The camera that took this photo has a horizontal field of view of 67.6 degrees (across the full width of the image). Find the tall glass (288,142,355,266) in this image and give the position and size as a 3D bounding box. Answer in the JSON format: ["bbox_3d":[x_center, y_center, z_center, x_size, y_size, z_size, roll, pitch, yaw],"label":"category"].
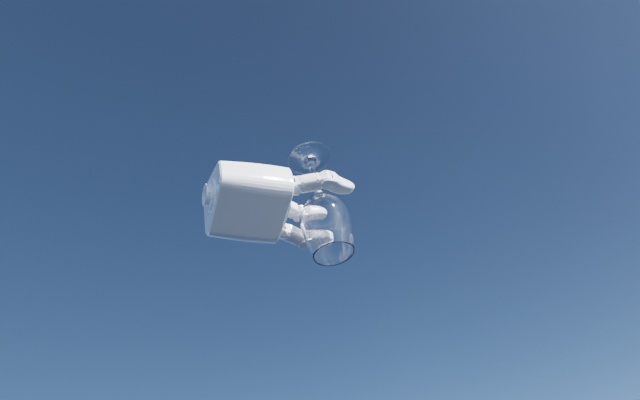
[{"bbox_3d":[0.000,0.002,0.746,0.079,0.200,0.079,-9,-39,-7],"label":"tall glass"}]
